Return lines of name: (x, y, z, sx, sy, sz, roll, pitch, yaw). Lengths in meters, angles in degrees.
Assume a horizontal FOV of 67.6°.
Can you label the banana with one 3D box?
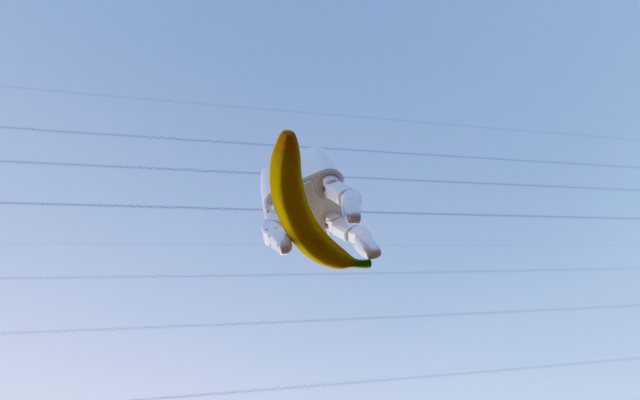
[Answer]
banana: (-0.014, 0.014, 0.544, 0.069, 0.198, 0.037, -29, 26, 6)
